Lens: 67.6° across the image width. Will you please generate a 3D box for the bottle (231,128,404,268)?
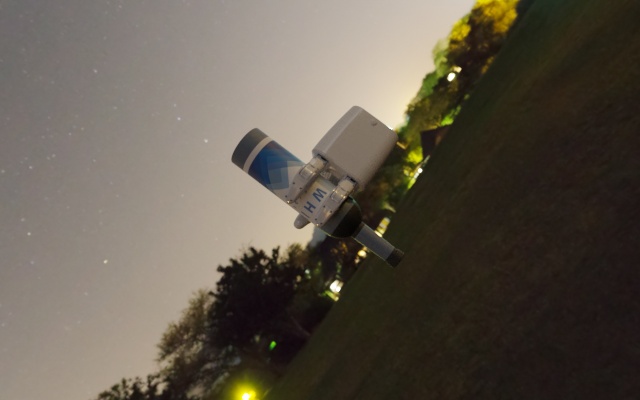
[{"bbox_3d":[0.000,0.002,0.725,0.295,0.069,0.069,37,4,5],"label":"bottle"}]
